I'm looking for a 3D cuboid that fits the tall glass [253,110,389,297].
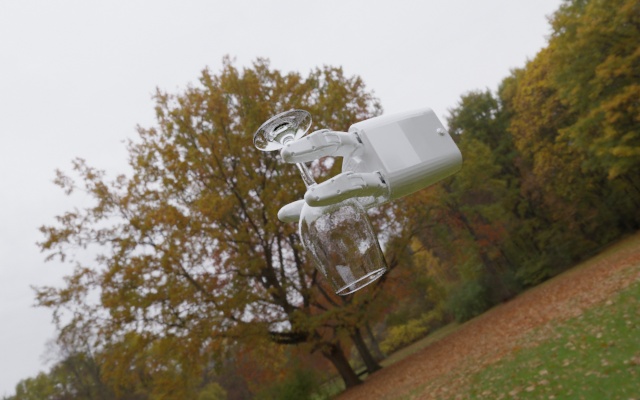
[{"bbox_3d":[0.000,0.001,0.526,0.079,0.201,0.079,-24,-19,-9],"label":"tall glass"}]
